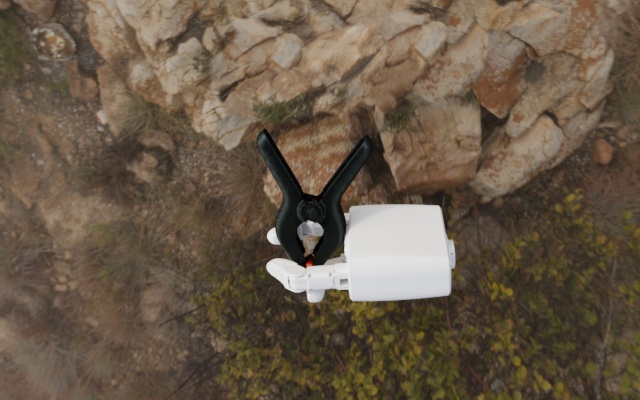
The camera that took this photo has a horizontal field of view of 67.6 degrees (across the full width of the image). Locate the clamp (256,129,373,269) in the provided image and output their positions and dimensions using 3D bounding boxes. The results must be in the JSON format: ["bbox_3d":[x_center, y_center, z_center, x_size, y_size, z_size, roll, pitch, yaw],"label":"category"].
[{"bbox_3d":[0.000,0.002,0.520,0.120,0.171,0.039,-3,23,8],"label":"clamp"}]
